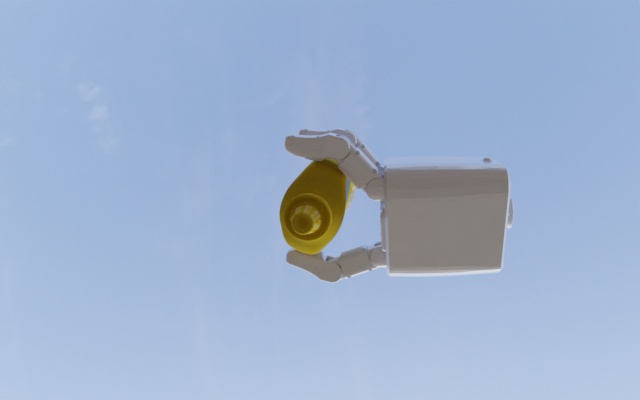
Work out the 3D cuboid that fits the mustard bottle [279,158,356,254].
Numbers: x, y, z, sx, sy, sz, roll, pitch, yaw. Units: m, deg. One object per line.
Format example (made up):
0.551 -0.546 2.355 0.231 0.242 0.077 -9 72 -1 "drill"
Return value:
0.000 0.001 0.474 0.058 0.096 0.191 22 13 3 "mustard bottle"
